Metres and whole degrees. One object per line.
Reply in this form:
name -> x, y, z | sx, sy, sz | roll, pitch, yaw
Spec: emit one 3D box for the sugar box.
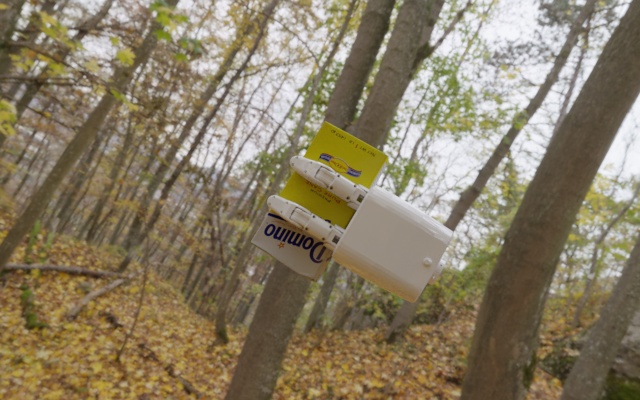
sugar box -> 0.000, 0.002, 0.588 | 0.093, 0.176, 0.048 | 30, -5, 12
